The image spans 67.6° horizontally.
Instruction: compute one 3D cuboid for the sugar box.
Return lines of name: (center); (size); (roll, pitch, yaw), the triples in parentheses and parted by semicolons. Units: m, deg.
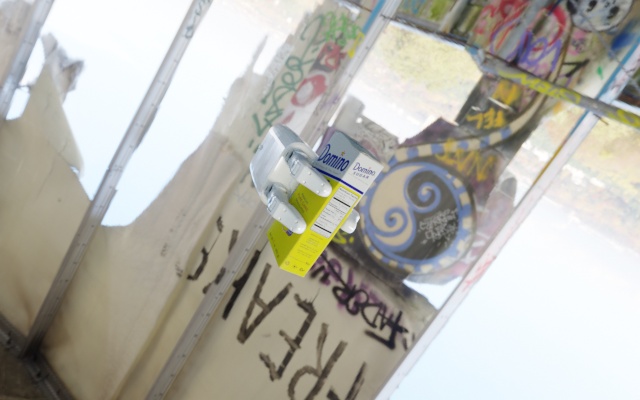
sugar box: (0.000, 0.002, 0.613); (0.048, 0.176, 0.093); (26, 15, -27)
